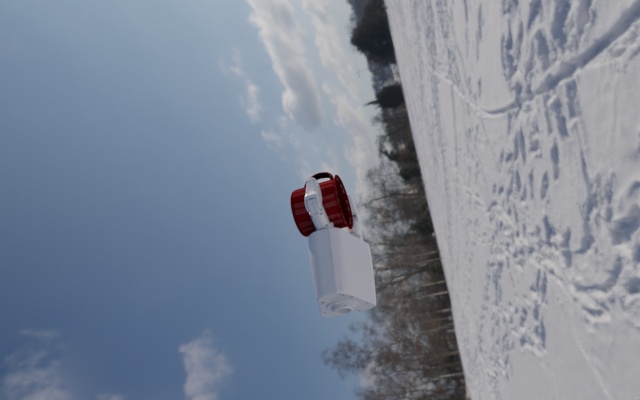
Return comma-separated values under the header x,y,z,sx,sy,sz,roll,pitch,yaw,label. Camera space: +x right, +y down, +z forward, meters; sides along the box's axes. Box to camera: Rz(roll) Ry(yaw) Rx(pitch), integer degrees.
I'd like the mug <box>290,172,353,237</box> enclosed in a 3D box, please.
x,y,z,sx,sy,sz,roll,pitch,yaw,label
0.000,0.001,0.795,0.081,0.117,0.093,-16,-34,13,mug
